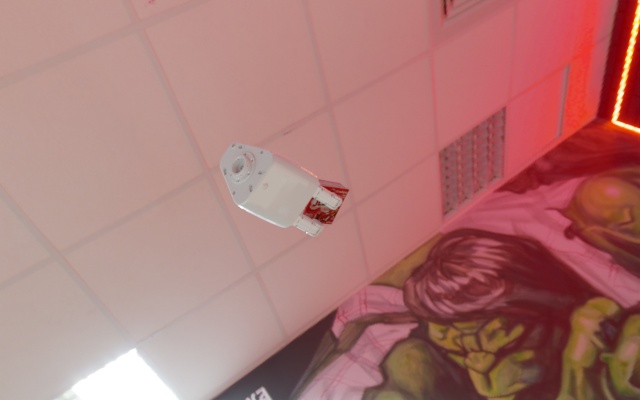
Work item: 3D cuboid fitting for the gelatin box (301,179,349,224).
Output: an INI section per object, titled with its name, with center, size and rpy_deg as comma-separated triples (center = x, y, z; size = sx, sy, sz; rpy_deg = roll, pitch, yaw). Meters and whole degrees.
[gelatin box]
center = 0.000, 0.002, 0.824
size = 0.030, 0.073, 0.089
rpy_deg = 38, 20, 36
